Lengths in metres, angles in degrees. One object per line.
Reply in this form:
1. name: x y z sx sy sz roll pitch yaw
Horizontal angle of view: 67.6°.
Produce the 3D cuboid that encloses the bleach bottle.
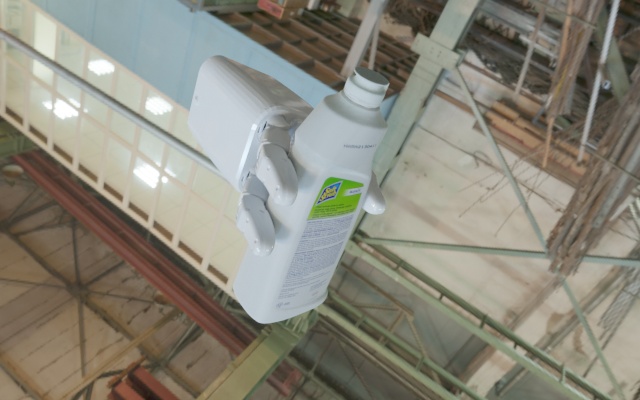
1. bleach bottle: 0.000 0.001 0.429 0.102 0.251 0.068 -12 48 -43
